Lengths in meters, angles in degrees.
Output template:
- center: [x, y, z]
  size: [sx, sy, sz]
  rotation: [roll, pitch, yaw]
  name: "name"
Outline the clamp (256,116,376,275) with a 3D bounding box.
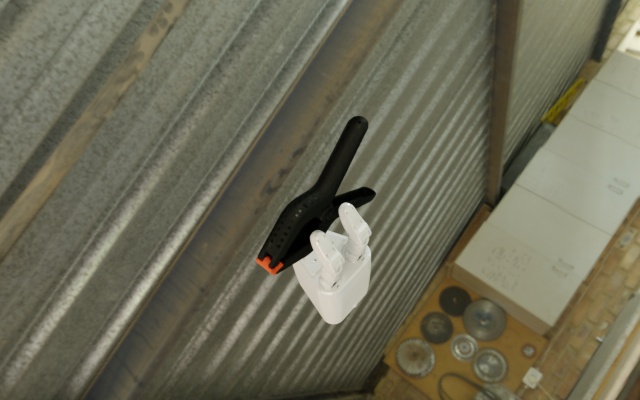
- center: [-0.001, 0.002, 0.595]
  size: [0.036, 0.165, 0.210]
  rotation: [32, 61, 29]
  name: "clamp"
